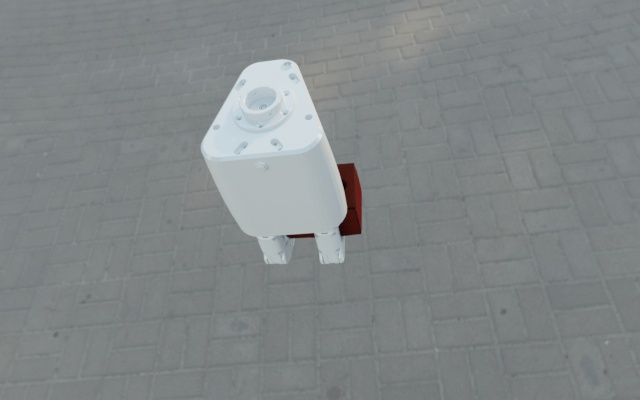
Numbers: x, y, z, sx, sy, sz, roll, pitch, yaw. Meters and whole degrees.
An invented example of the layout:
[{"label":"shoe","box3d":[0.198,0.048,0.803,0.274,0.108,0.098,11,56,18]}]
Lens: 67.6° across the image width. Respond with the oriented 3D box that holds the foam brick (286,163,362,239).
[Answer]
[{"label":"foam brick","box3d":[0.000,0.001,0.467,0.078,0.053,0.051,-5,-34,9]}]
